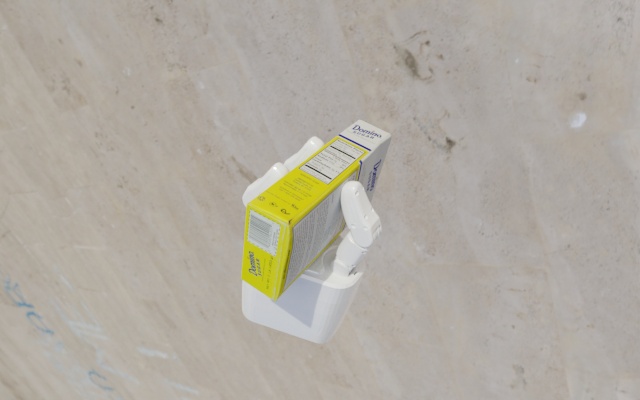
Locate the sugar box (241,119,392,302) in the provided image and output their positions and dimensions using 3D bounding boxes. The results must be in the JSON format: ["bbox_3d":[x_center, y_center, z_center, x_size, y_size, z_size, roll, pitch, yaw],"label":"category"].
[{"bbox_3d":[0.000,0.001,0.441,0.048,0.093,0.176,28,42,17],"label":"sugar box"}]
